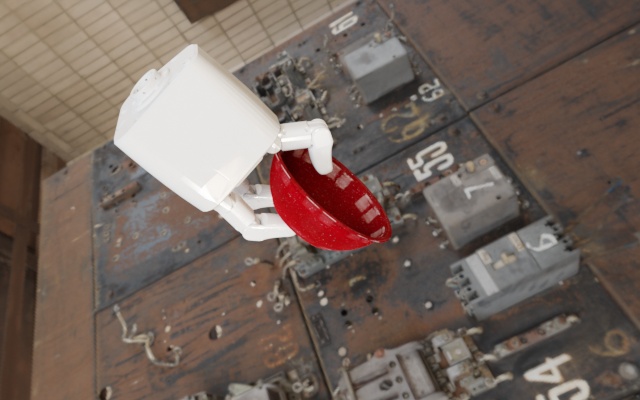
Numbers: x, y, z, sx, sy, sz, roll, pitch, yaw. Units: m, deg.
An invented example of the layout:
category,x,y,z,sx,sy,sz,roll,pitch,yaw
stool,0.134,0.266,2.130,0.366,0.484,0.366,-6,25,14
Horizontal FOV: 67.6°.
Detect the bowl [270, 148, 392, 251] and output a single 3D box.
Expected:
category,x,y,z,sx,sy,sz,roll,pitch,yaw
bowl,0.001,0.003,0.520,0.162,0.055,0.162,35,22,-16
